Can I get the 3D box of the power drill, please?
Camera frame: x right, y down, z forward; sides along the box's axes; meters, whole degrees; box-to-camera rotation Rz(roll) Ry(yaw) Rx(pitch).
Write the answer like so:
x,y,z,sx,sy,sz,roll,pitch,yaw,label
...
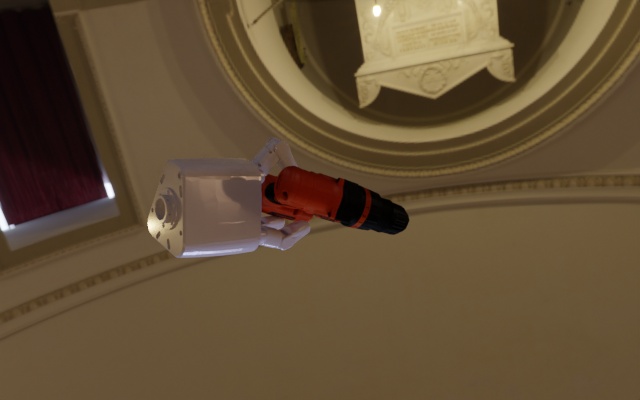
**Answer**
x,y,z,sx,sy,sz,roll,pitch,yaw,label
0.000,0.002,0.635,0.184,0.057,0.187,20,-10,-27,power drill
